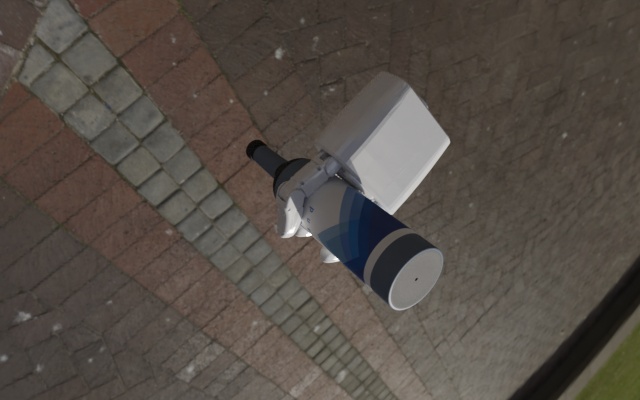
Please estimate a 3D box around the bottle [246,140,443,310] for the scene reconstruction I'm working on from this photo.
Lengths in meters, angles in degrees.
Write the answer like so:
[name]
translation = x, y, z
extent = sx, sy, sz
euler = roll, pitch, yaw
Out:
[bottle]
translation = 0.000, 0.002, 0.517
extent = 0.069, 0.069, 0.295
euler = 0, 28, -40
